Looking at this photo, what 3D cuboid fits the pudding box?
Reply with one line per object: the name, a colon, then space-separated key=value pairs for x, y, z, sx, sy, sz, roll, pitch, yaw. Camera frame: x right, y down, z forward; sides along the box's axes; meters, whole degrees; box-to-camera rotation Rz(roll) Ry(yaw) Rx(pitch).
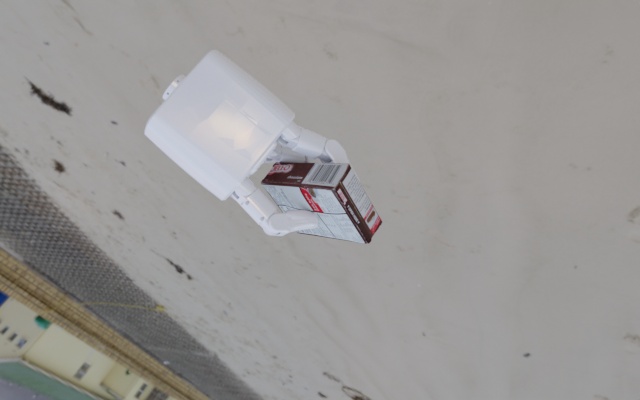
pudding box: x=0.000 y=0.002 z=0.530 sx=0.113 sy=0.039 sz=0.090 roll=7 pitch=-38 yaw=43
